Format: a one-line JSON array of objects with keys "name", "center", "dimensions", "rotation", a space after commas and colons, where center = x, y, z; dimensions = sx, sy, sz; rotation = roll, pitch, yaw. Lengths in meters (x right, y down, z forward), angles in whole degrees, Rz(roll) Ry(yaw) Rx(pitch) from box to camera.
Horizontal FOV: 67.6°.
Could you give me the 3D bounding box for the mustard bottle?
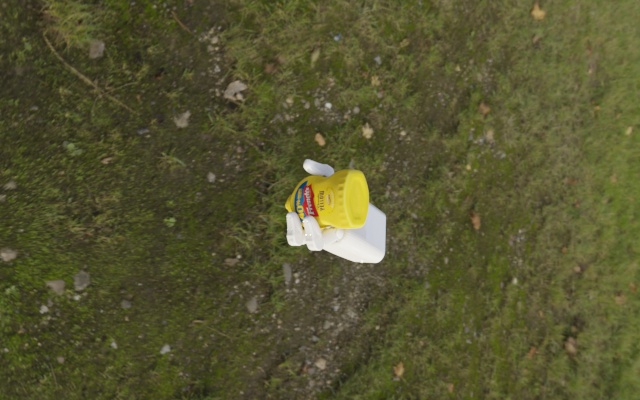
[{"name": "mustard bottle", "center": [0.000, 0.003, 0.837], "dimensions": [0.058, 0.096, 0.191], "rotation": [0, -3, -39]}]
